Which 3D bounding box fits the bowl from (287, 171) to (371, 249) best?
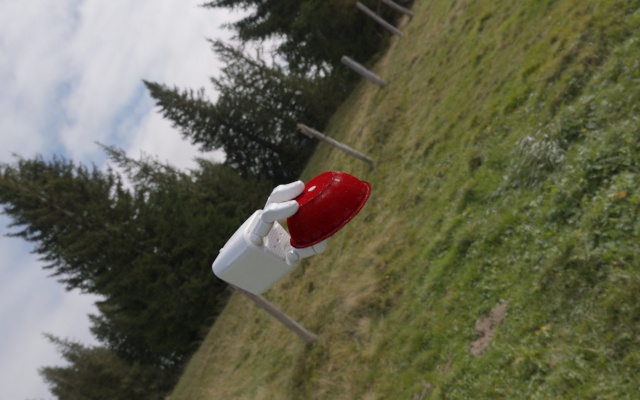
[{"bbox_3d":[0.001,0.001,0.763,0.162,0.055,0.162,-34,18,13],"label":"bowl"}]
